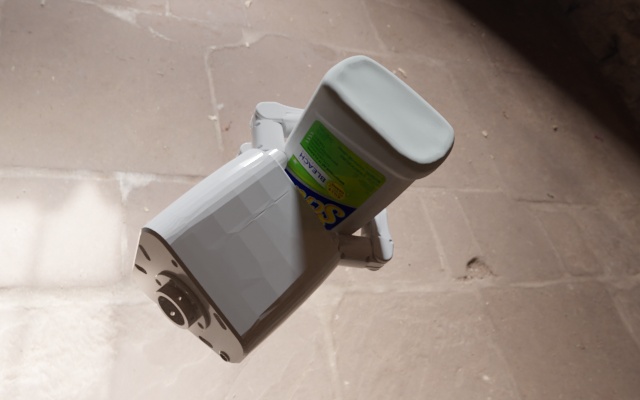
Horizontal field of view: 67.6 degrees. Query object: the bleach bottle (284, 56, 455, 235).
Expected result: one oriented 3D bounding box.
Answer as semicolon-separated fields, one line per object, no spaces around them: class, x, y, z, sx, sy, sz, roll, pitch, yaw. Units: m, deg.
bleach bottle;0.000;0.001;0.414;0.068;0.102;0.251;-43;-7;-40
